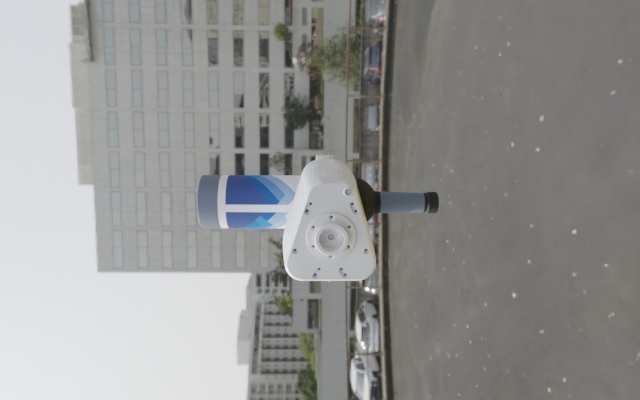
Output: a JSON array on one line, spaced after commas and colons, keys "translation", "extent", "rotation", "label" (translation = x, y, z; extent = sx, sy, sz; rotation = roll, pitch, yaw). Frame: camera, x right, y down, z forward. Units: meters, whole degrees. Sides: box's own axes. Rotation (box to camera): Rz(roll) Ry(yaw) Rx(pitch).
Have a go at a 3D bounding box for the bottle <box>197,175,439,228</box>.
[{"translation": [0.000, 0.002, 0.602], "extent": [0.296, 0.069, 0.069], "rotation": [0, 0, -2], "label": "bottle"}]
